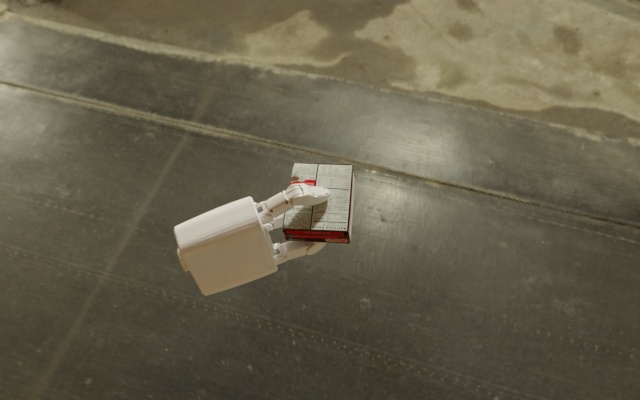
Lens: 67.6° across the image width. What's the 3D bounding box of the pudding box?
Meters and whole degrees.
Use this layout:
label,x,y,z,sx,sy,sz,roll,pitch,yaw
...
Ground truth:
label,x,y,z,sx,sy,sz,roll,pitch,yaw
pudding box,0.000,0.002,0.657,0.090,0.113,0.039,3,-30,7
